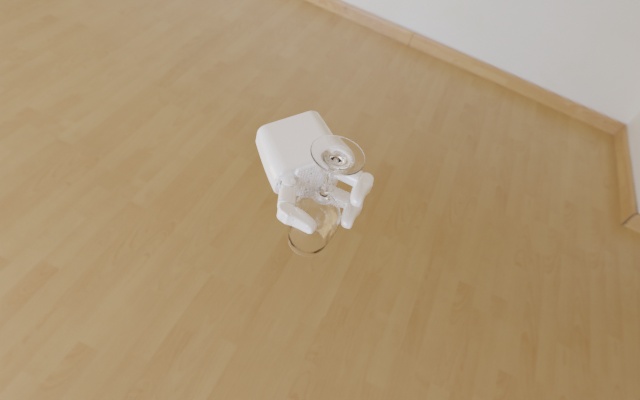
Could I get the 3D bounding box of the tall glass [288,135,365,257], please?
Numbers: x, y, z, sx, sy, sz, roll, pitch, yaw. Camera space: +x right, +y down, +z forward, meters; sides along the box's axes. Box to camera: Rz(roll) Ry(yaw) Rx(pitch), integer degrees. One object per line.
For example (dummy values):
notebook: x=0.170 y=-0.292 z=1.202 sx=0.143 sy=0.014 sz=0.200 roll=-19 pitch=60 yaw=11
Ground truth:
tall glass: x=0.000 y=0.002 z=0.697 sx=0.079 sy=0.079 sz=0.201 roll=0 pitch=-40 yaw=-17
